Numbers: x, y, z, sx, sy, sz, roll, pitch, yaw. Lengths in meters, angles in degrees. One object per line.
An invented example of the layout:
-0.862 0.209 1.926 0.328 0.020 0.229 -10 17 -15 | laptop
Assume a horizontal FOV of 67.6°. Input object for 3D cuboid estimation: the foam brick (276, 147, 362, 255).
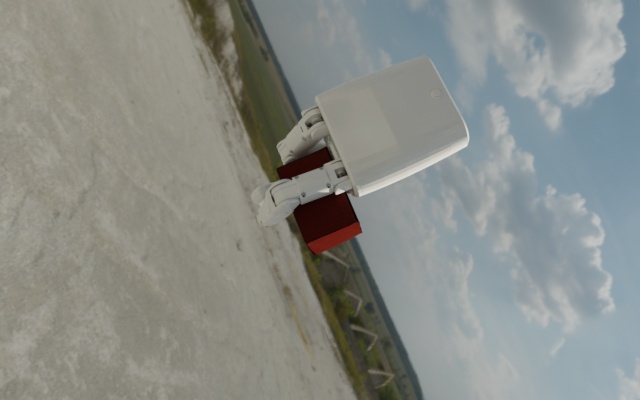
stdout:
0.000 0.002 0.437 0.051 0.078 0.053 -22 -17 1 | foam brick
